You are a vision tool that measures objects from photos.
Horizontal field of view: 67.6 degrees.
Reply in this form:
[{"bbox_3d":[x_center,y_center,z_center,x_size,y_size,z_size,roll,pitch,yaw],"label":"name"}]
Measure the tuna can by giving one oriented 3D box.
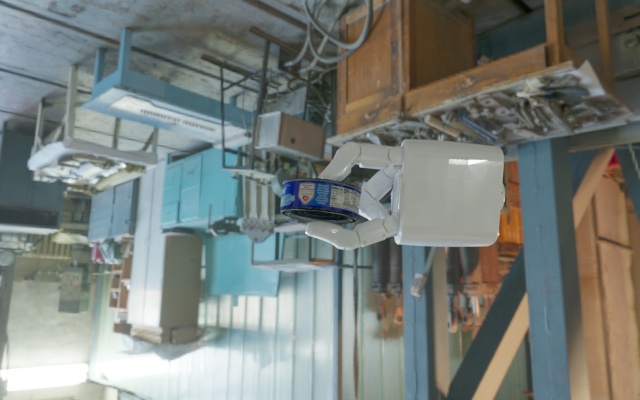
[{"bbox_3d":[0.000,0.002,0.513,0.086,0.033,0.086,6,-10,1],"label":"tuna can"}]
